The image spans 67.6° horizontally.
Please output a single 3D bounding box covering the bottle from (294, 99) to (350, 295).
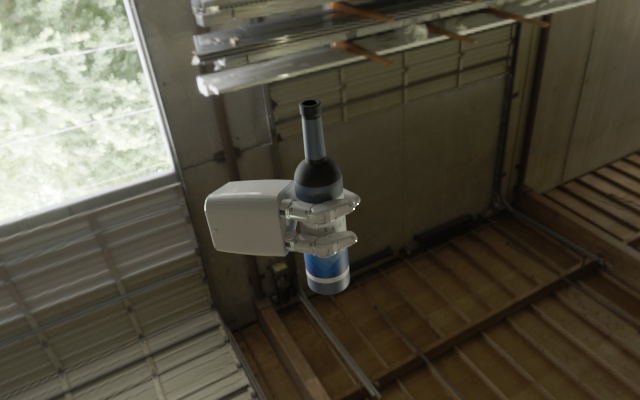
[{"bbox_3d":[0.000,0.002,0.673,0.069,0.296,0.069,-4,33,3],"label":"bottle"}]
